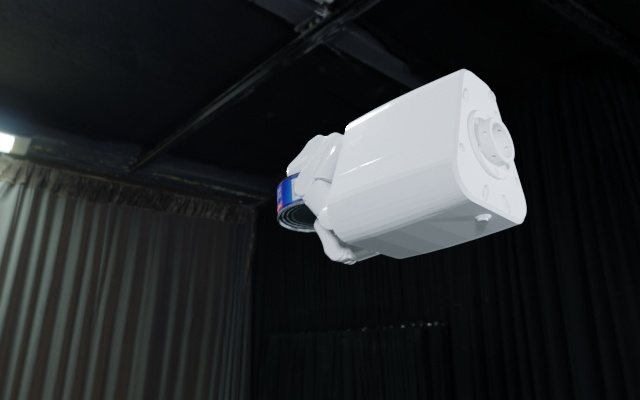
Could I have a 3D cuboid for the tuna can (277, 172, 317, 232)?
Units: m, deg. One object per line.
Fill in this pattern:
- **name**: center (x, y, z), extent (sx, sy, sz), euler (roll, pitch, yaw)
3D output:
- **tuna can**: center (0.000, 0.001, 0.467), extent (0.086, 0.033, 0.086), euler (-4, -23, -1)
